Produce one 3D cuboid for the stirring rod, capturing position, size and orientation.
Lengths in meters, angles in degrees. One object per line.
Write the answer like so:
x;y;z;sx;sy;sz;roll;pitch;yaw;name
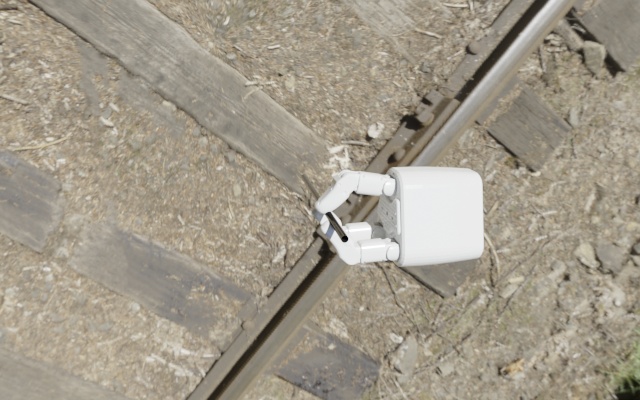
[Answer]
0.000;0.002;0.594;0.011;0.011;0.239;0;18;-12;stirring rod
